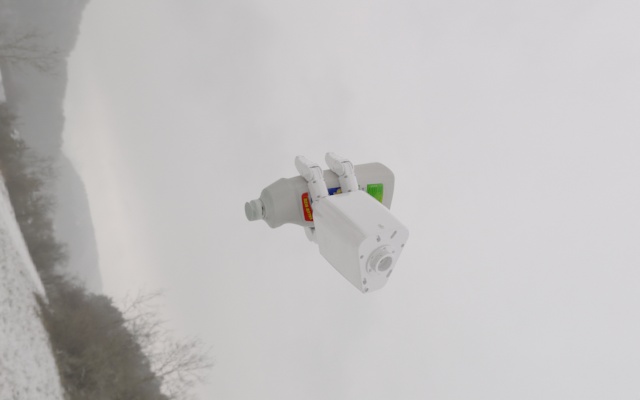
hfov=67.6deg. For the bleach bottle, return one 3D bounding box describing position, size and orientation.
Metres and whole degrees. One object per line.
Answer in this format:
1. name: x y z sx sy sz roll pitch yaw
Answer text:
1. bleach bottle: 0.000 0.002 0.759 0.251 0.103 0.068 -11 34 -31
